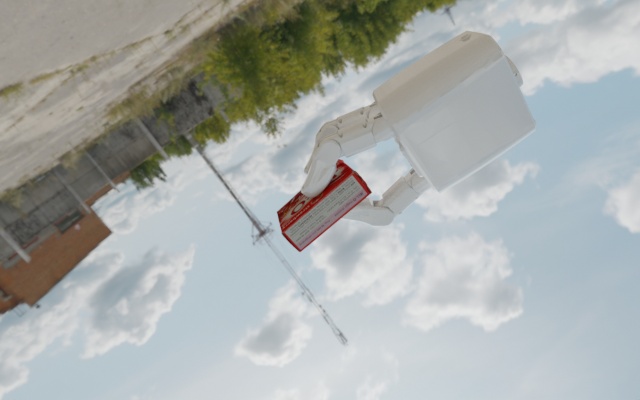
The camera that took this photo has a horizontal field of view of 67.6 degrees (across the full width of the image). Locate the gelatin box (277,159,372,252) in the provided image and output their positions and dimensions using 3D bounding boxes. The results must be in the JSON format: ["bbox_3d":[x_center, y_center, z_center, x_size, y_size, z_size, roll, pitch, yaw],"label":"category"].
[{"bbox_3d":[0.000,0.002,0.464,0.089,0.030,0.073,-41,16,3],"label":"gelatin box"}]
